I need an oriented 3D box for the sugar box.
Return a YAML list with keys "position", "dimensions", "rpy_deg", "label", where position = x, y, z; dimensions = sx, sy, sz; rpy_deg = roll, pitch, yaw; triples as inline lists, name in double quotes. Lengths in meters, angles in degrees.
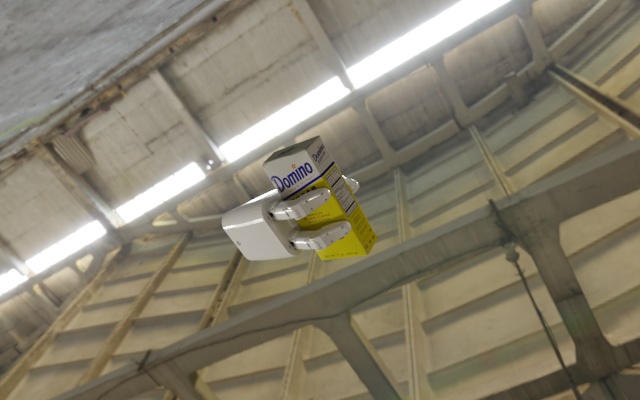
- position: [0.000, 0.003, 0.675]
  dimensions: [0.093, 0.176, 0.048]
  rpy_deg: [-15, 27, 42]
  label: "sugar box"
